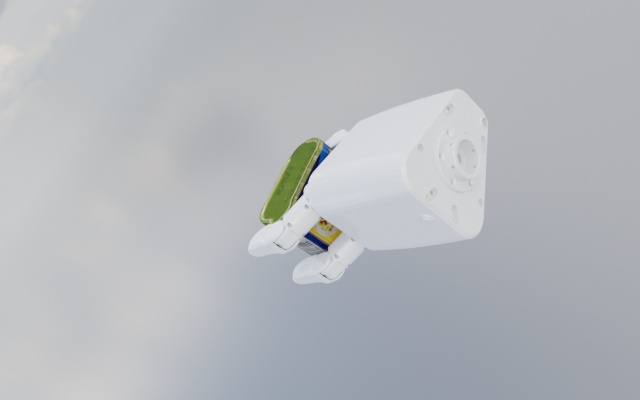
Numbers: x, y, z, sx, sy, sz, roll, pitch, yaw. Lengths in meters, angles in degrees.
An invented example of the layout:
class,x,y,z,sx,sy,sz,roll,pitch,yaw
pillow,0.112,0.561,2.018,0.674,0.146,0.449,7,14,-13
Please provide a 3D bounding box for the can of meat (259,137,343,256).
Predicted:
class,x,y,z,sx,sy,sz,roll,pitch,yaw
can of meat,0.000,0.001,0.468,0.084,0.102,0.057,36,-23,-27
